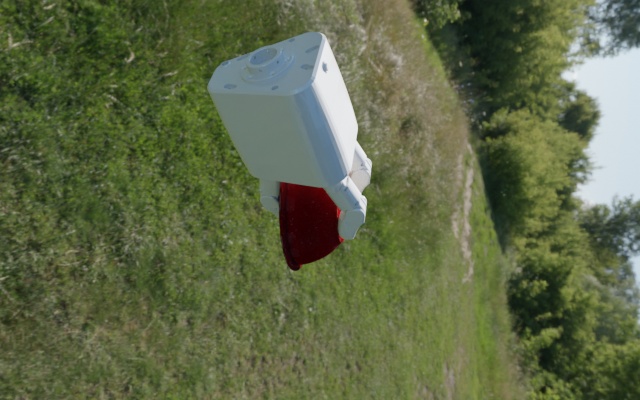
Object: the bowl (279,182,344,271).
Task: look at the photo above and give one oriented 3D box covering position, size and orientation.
[{"bbox_3d":[0.001,0.002,0.551,0.055,0.162,0.162,2,0,11],"label":"bowl"}]
